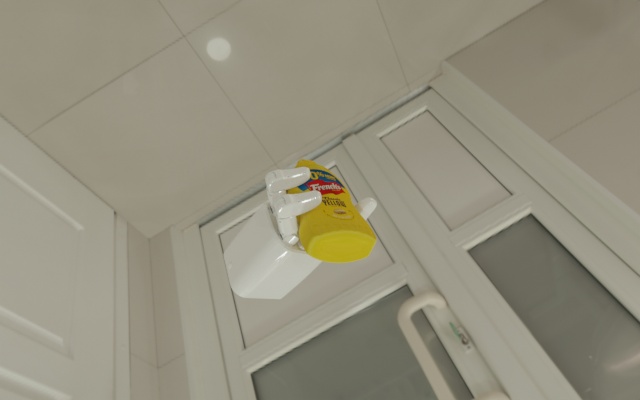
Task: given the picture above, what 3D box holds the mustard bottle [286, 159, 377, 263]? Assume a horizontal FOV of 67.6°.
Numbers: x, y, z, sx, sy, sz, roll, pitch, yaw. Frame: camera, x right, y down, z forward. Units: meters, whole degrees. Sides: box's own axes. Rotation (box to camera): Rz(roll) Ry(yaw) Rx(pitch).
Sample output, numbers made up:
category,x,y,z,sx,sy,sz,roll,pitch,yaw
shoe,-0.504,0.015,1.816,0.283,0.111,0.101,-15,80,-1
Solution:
category,x,y,z,sx,sy,sz,roll,pitch,yaw
mustard bottle,0.000,0.002,0.667,0.096,0.058,0.191,4,36,-25
